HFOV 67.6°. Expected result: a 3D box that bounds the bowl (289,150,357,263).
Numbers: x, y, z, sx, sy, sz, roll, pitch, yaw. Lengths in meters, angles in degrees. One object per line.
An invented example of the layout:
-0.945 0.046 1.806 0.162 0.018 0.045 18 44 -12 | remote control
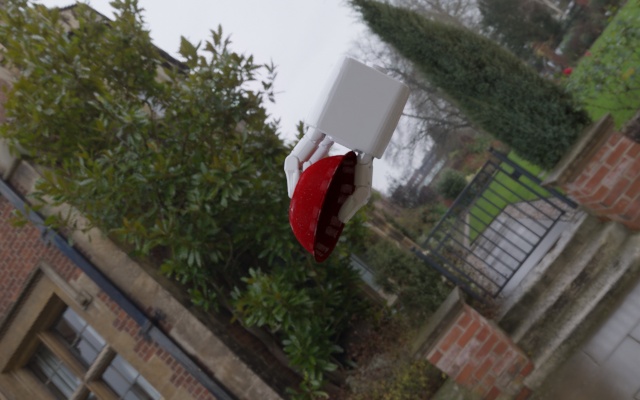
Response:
-0.001 0.003 0.666 0.055 0.162 0.162 17 5 16 | bowl
